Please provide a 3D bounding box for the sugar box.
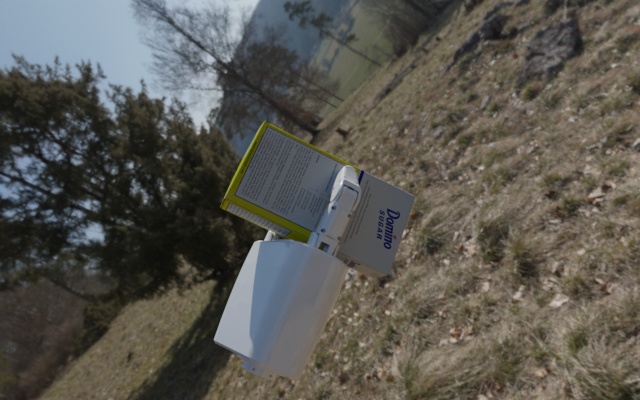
[{"bbox_3d":[0.000,0.002,0.483,0.176,0.093,0.048,27,-20,-12],"label":"sugar box"}]
